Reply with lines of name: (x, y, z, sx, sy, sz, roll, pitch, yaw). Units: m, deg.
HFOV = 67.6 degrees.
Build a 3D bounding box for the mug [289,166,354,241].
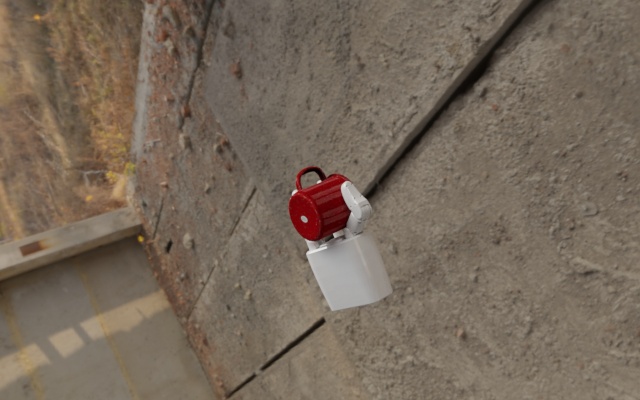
mug: (-0.001, 0.001, 0.743, 0.081, 0.117, 0.093, -23, -1, -35)
